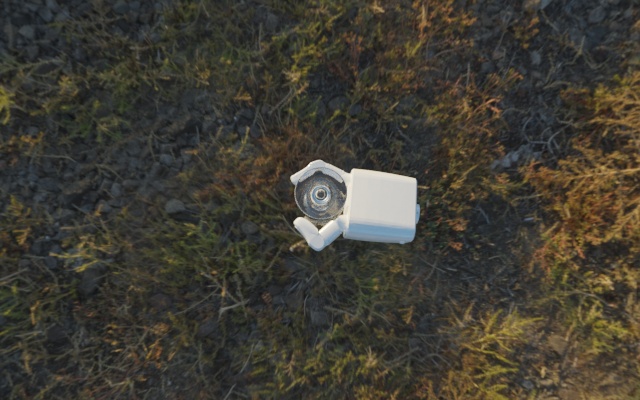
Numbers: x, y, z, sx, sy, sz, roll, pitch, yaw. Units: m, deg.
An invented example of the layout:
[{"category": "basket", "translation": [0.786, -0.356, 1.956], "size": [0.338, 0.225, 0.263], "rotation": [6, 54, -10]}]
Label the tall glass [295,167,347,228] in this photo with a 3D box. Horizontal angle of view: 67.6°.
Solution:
[{"category": "tall glass", "translation": [0.000, 0.002, 0.768], "size": [0.079, 0.079, 0.201], "rotation": [0, -7, -1]}]
